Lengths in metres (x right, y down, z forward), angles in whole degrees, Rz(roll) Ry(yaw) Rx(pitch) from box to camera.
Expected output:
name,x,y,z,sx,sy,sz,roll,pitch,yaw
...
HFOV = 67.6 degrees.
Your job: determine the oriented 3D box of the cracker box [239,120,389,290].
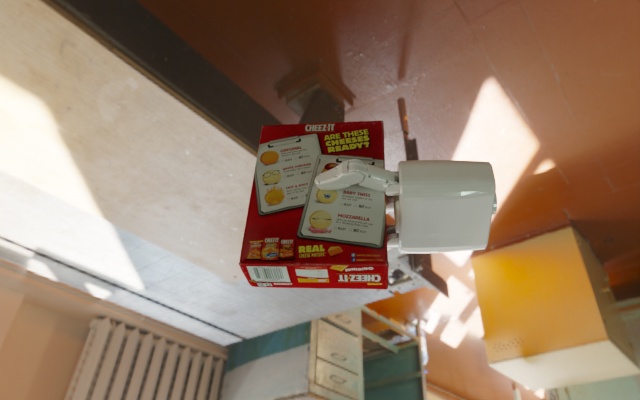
name,x,y,z,sx,sy,sz,roll,pitch,yaw
cracker box,0.000,0.002,0.593,0.164,0.213,0.072,-1,-36,6
